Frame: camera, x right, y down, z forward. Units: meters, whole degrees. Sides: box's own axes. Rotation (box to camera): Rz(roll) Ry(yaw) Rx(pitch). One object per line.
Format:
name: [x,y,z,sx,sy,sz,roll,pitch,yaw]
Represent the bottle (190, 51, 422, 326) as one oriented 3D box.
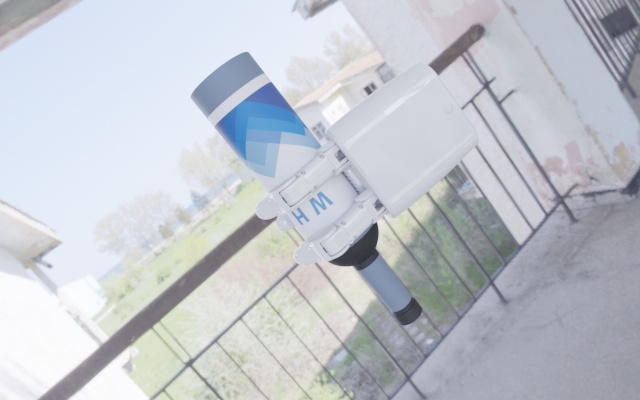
bottle: [0.000,0.001,0.451,0.069,0.296,0.069,-37,10,7]
